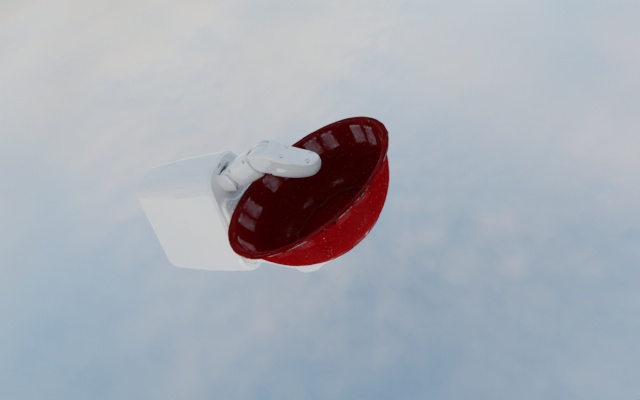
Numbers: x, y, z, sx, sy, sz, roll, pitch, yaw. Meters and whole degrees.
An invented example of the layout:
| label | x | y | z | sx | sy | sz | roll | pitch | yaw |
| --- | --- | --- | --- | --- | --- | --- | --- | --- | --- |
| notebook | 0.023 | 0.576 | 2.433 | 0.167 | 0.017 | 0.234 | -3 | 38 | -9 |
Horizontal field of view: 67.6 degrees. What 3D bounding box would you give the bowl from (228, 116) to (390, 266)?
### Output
| label | x | y | z | sx | sy | sz | roll | pitch | yaw |
| --- | --- | --- | --- | --- | --- | --- | --- | --- | --- |
| bowl | 0.001 | 0.002 | 0.408 | 0.162 | 0.162 | 0.055 | 0 | -43 | 50 |
